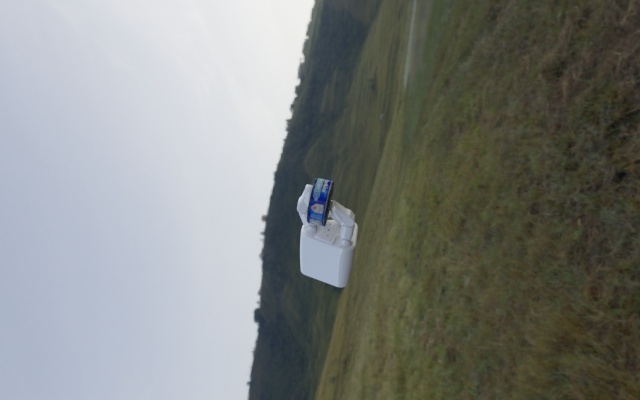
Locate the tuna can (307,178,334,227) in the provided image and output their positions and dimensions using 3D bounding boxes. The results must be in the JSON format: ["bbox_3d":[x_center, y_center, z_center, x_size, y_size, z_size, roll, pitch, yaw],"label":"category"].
[{"bbox_3d":[0.000,0.003,0.873,0.034,0.086,0.086,11,1,5],"label":"tuna can"}]
